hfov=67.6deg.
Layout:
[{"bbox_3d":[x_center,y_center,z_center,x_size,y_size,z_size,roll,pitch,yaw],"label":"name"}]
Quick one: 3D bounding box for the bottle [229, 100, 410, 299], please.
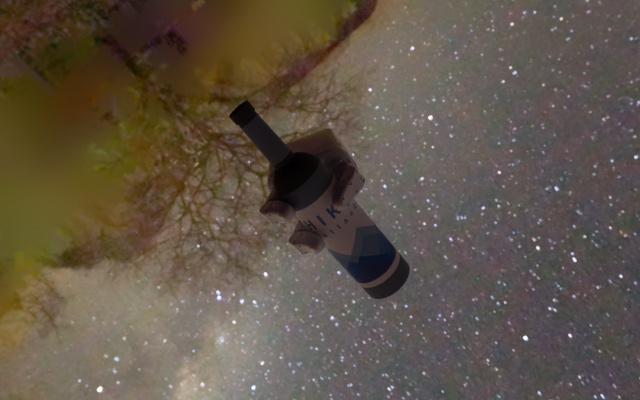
[{"bbox_3d":[0.000,0.002,0.576,0.296,0.069,0.069,49,-24,-22],"label":"bottle"}]
